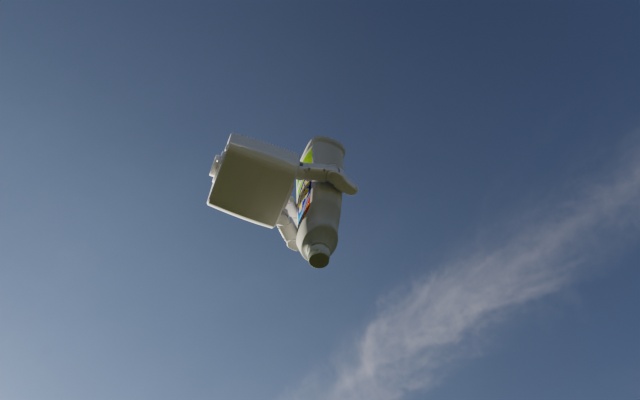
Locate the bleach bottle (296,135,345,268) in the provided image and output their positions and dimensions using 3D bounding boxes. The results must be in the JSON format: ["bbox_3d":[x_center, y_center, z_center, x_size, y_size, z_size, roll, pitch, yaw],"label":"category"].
[{"bbox_3d":[0.000,0.002,0.741,0.068,0.103,0.250,20,33,-14],"label":"bleach bottle"}]
